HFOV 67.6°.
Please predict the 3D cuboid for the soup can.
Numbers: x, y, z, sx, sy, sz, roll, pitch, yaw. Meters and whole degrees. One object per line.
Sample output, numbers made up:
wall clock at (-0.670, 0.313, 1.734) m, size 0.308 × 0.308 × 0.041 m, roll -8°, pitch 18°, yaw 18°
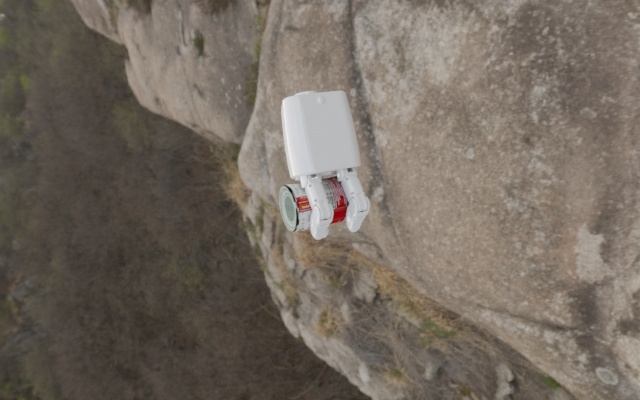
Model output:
soup can at (0.000, 0.003, 0.677) m, size 0.102 × 0.068 × 0.068 m, roll -11°, pitch 4°, yaw -23°
